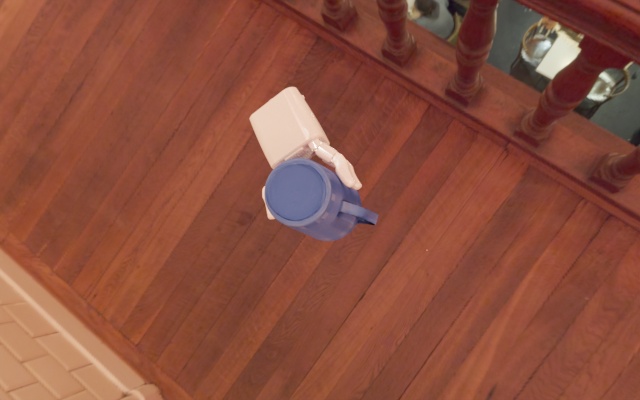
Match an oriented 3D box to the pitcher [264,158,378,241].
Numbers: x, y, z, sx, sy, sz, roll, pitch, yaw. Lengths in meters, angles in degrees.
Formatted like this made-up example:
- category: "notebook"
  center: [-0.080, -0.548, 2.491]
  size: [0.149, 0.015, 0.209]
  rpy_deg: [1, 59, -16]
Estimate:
- category: "pitcher"
  center: [0.000, 0.003, 0.836]
  size: [0.149, 0.145, 0.243]
  rpy_deg: [-29, -12, 8]
